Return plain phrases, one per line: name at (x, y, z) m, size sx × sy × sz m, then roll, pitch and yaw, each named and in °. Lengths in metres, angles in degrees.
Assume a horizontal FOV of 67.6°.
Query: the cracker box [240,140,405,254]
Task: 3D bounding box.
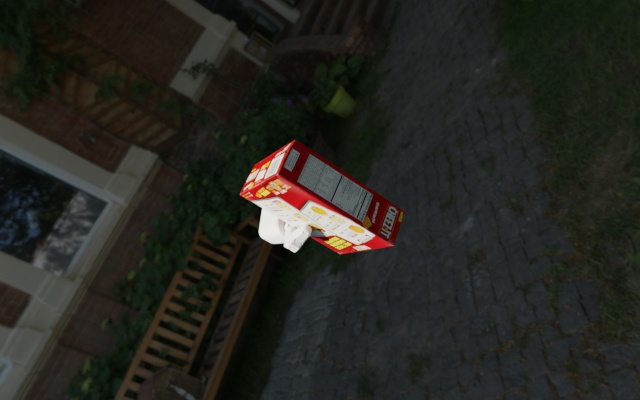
cracker box at (0.000, 0.003, 0.760) m, size 0.214 × 0.072 × 0.164 m, roll 31°, pitch -22°, yaw -20°
